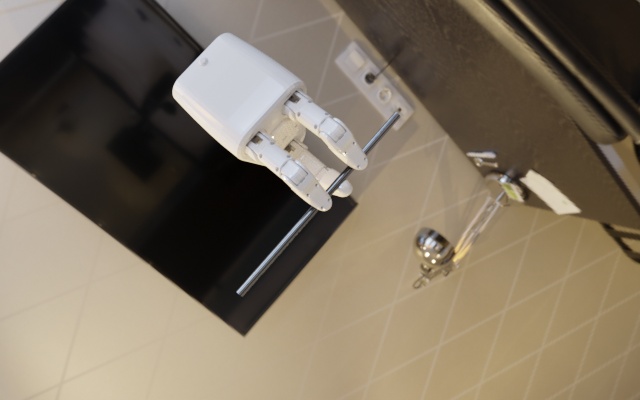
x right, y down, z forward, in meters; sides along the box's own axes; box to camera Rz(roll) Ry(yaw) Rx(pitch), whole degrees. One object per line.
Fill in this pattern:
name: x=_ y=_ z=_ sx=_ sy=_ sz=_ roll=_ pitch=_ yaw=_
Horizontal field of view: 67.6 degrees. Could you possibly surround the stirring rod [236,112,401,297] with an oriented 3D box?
stirring rod: x=0.000 y=0.001 z=0.478 sx=0.011 sy=0.239 sz=0.011 roll=41 pitch=-6 yaw=5
